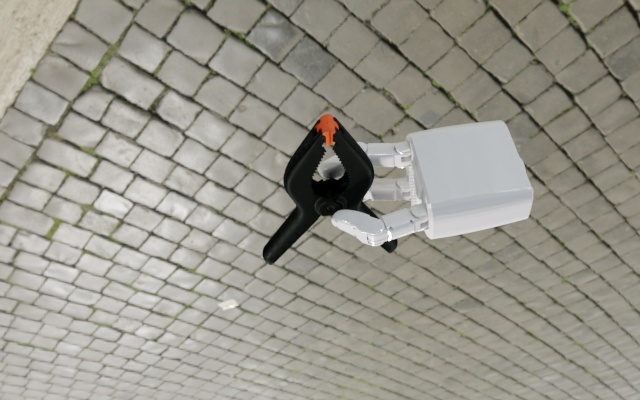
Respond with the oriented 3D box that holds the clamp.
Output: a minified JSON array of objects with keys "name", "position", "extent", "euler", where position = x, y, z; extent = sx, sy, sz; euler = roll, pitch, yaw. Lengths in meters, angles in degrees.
[{"name":"clamp","position":[0.000,0.002,0.521],"extent":[0.164,0.036,0.210],"euler":[-11,-44,1]}]
